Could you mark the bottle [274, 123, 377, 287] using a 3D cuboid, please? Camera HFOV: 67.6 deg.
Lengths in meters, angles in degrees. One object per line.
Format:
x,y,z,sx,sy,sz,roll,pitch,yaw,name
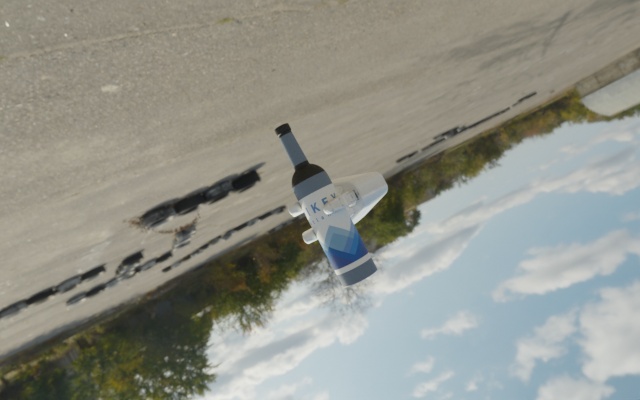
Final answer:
0.000,0.003,0.821,0.069,0.295,0.069,-28,-2,-1,bottle
